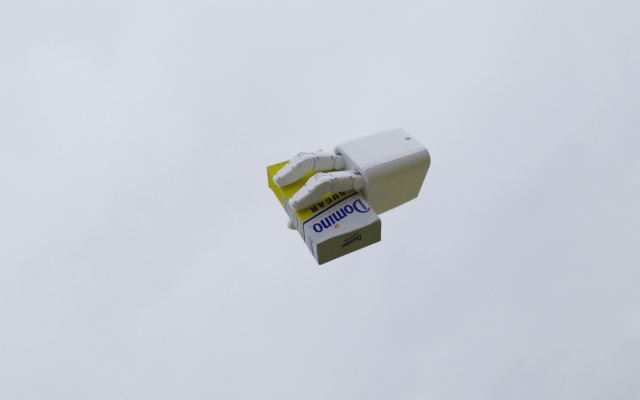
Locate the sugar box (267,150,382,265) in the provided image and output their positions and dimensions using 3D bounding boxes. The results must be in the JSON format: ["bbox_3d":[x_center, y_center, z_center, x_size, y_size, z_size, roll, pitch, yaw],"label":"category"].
[{"bbox_3d":[0.000,0.002,0.651,0.093,0.048,0.176,-20,41,-17],"label":"sugar box"}]
